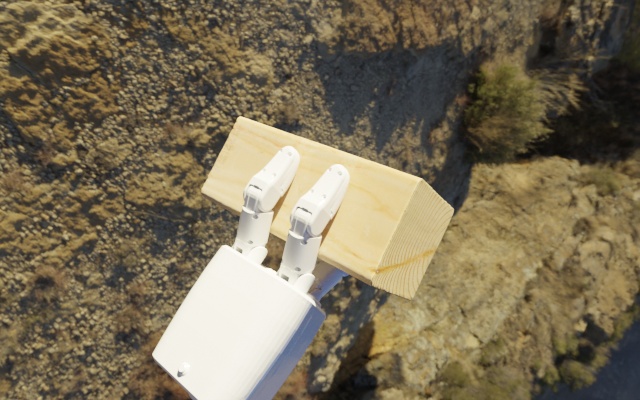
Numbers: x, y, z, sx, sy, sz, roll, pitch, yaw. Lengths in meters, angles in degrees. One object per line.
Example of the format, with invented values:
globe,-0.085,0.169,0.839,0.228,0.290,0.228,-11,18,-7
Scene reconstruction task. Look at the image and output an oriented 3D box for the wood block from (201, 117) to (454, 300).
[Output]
wood block,0.000,0.002,0.441,0.206,0.090,0.091,24,-4,35
